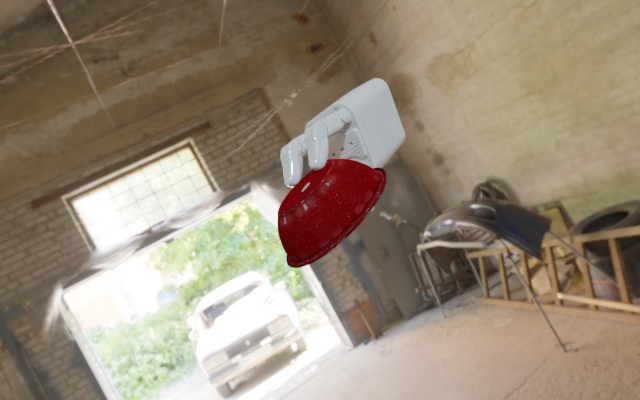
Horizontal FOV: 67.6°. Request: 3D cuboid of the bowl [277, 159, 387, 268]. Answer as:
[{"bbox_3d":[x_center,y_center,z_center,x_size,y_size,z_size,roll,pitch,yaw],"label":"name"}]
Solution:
[{"bbox_3d":[-0.001,0.002,0.565,0.055,0.162,0.162,45,-15,-15],"label":"bowl"}]
